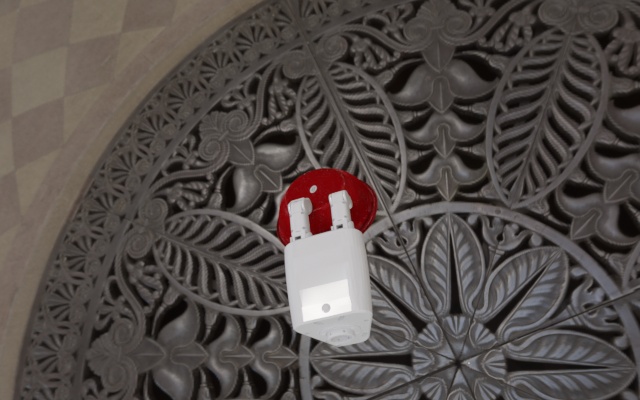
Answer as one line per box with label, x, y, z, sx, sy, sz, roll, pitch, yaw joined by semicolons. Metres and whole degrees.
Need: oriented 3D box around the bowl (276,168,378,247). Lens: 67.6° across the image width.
bowl;0.000;0.001;0.708;0.162;0.162;0.055;0;-44;27
